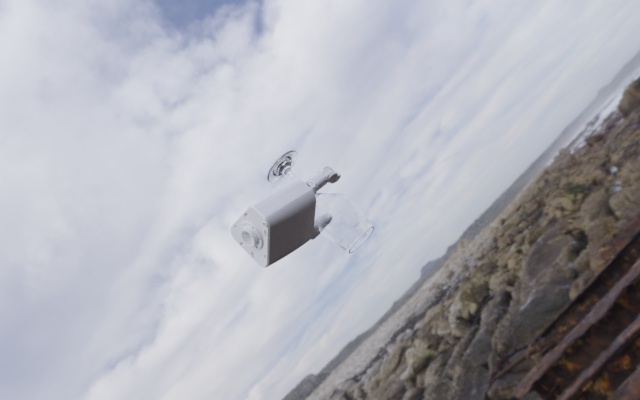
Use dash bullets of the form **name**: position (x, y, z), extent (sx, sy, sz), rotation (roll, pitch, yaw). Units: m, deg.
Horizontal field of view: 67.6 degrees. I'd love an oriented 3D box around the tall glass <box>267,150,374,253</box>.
- **tall glass**: position (0.000, 0.002, 0.837), extent (0.201, 0.079, 0.079), rotation (43, 15, 17)
